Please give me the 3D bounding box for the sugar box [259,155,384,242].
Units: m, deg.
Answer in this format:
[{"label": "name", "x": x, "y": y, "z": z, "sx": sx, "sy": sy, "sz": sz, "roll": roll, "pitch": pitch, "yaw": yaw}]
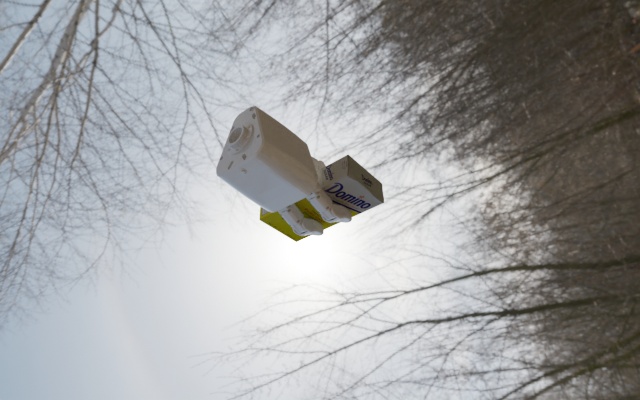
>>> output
[{"label": "sugar box", "x": 0.000, "y": 0.003, "z": 0.740, "sx": 0.176, "sy": 0.048, "sz": 0.093, "roll": -25, "pitch": -42, "yaw": 32}]
